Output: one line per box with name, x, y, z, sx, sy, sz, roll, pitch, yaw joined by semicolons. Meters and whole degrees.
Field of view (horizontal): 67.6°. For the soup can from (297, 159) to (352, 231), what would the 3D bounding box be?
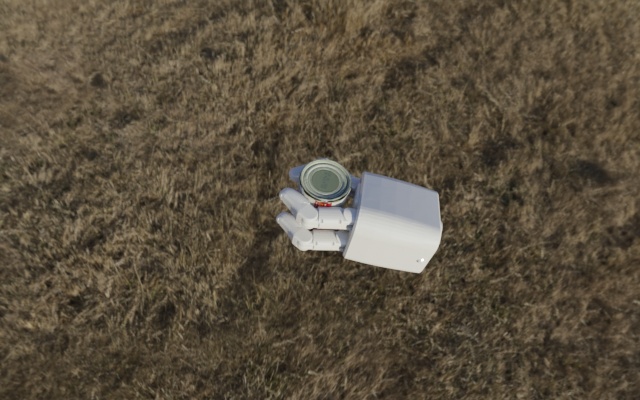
soup can;0.000;0.002;0.633;0.068;0.068;0.102;0;-34;-9
